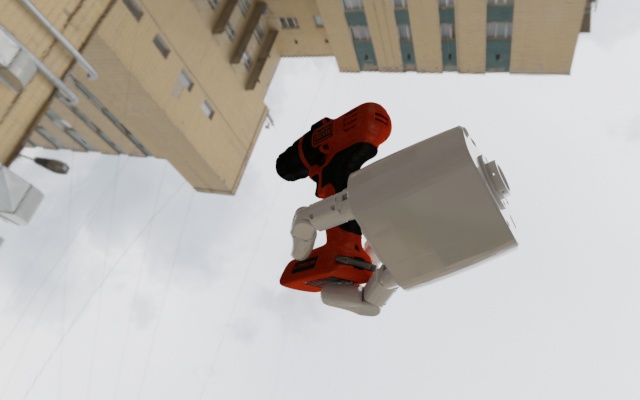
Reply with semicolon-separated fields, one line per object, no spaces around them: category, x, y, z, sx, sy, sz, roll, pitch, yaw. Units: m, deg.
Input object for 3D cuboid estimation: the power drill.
power drill;0.000;0.002;0.523;0.057;0.187;0.184;16;-24;-32
